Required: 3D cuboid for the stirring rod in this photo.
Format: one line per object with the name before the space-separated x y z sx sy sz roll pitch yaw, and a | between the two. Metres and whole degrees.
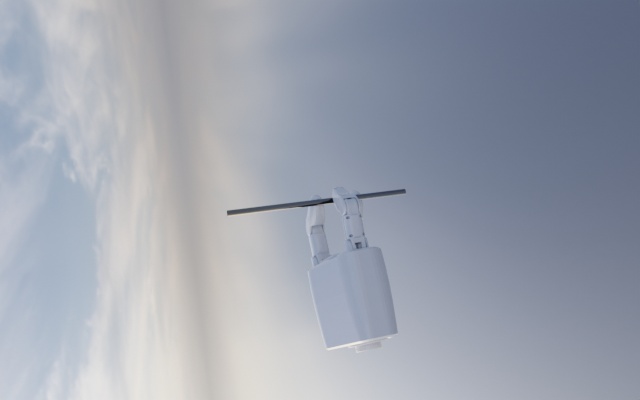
stirring rod | 0.000 0.002 0.621 0.239 0.011 0.011 -7 2 -16
